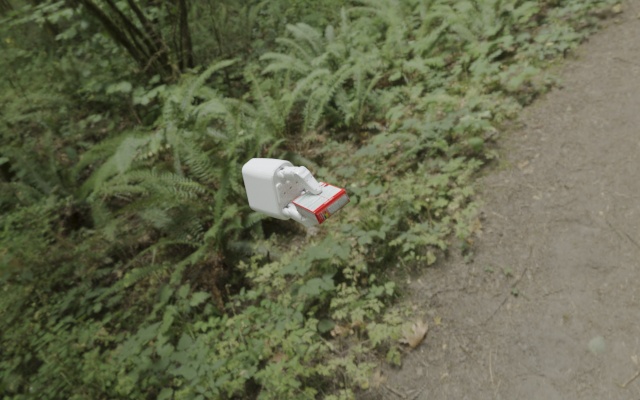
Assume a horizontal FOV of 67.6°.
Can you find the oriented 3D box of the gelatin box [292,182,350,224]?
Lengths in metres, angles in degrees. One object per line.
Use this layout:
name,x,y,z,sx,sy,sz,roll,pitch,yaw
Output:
gelatin box,0.000,0.003,0.884,0.073,0.030,0.089,-36,28,-19
